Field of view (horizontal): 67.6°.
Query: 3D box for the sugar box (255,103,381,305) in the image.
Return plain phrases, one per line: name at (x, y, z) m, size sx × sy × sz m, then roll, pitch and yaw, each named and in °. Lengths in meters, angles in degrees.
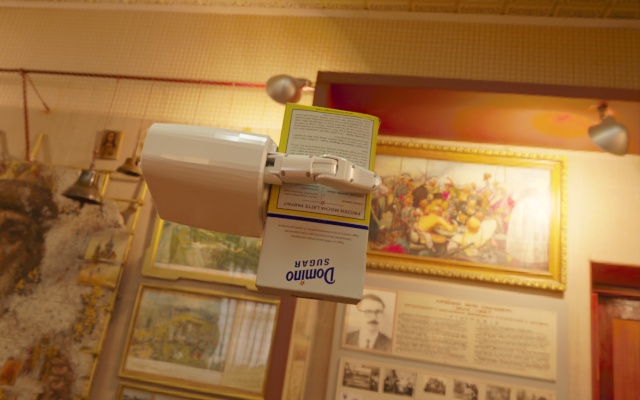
sugar box at (0.000, 0.001, 0.441) m, size 0.093 × 0.176 × 0.048 m, roll 8°, pitch -17°, yaw 0°
